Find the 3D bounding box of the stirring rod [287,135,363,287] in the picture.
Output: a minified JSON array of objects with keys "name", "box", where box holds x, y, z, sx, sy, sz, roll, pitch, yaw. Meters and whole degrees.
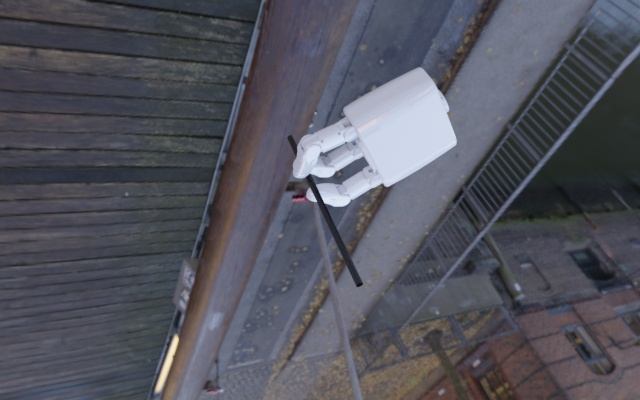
[{"name":"stirring rod","box":[0.000,0.002,0.576,0.011,0.239,0.011,-16,-37,-13]}]
